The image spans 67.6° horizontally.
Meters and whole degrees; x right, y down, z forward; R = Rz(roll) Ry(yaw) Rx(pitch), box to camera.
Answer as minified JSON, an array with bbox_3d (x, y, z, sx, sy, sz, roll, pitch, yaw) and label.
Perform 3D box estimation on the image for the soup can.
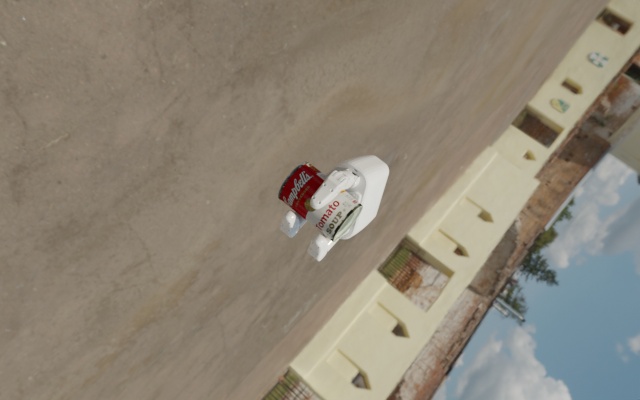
[{"bbox_3d":[0.000,0.002,0.672,0.102,0.068,0.068,39,11,14],"label":"soup can"}]
